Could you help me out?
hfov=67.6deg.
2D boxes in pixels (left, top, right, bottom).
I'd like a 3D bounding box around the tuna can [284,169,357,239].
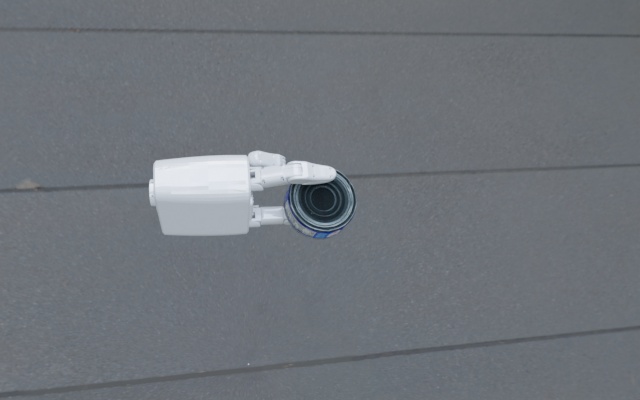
[{"bbox_3d":[0.000,0.002,0.580,0.086,0.086,0.034,0,-19,-14],"label":"tuna can"}]
